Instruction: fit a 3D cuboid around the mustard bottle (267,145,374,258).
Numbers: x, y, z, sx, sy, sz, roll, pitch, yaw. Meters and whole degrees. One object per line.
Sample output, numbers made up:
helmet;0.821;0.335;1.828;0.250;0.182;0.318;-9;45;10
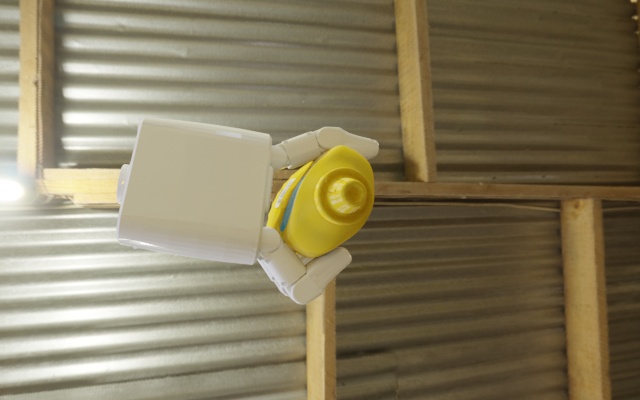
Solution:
mustard bottle;0.000;0.001;0.408;0.058;0.096;0.191;33;-10;-9
